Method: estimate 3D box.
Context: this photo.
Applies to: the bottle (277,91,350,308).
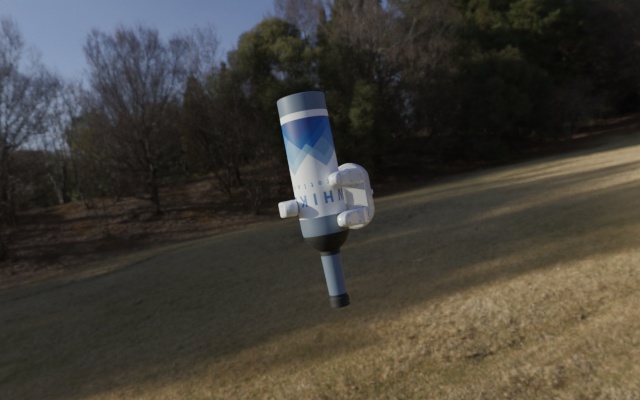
[{"bbox_3d":[0.000,0.002,0.664,0.069,0.295,0.069,-11,1,0],"label":"bottle"}]
